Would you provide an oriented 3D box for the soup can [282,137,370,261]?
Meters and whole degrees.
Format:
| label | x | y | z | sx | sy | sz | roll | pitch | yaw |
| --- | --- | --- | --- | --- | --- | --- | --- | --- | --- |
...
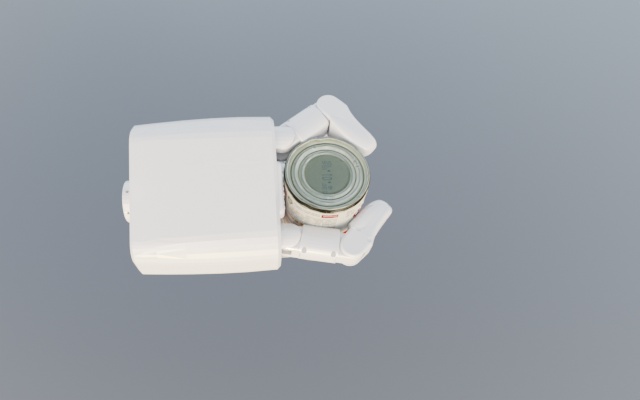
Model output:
| label | x | y | z | sx | sy | sz | roll | pitch | yaw |
| --- | --- | --- | --- | --- | --- | --- | --- | --- | --- |
| soup can | 0.001 | 0.001 | 0.401 | 0.068 | 0.068 | 0.102 | 0 | -27 | -7 |
